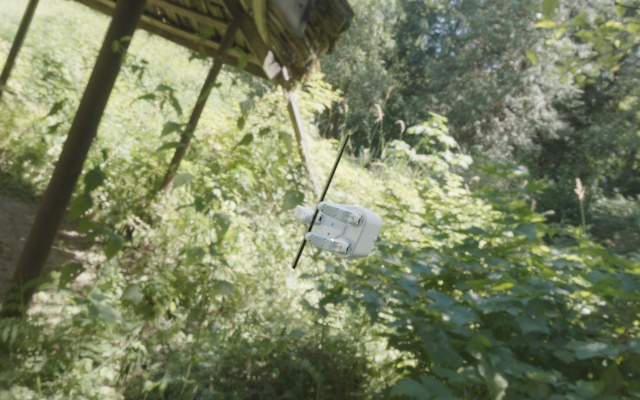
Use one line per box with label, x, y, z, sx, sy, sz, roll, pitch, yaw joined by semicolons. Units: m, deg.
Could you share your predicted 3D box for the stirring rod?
stirring rod;0.000;0.003;0.793;0.011;0.239;0.011;22;3;-1
